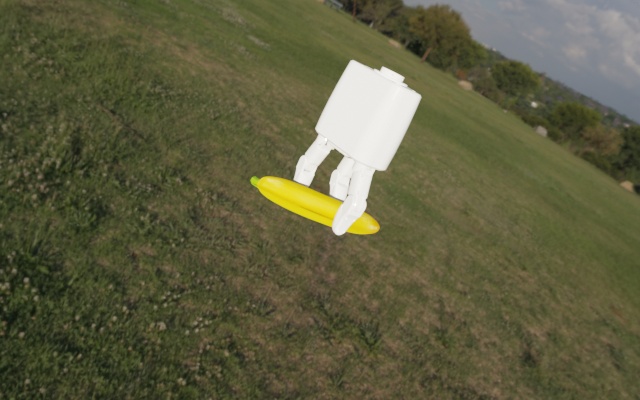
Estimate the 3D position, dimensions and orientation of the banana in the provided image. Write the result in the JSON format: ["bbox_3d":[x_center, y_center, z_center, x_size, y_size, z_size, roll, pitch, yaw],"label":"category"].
[{"bbox_3d":[-0.003,0.006,0.658,0.198,0.037,0.069,23,13,-7],"label":"banana"}]
